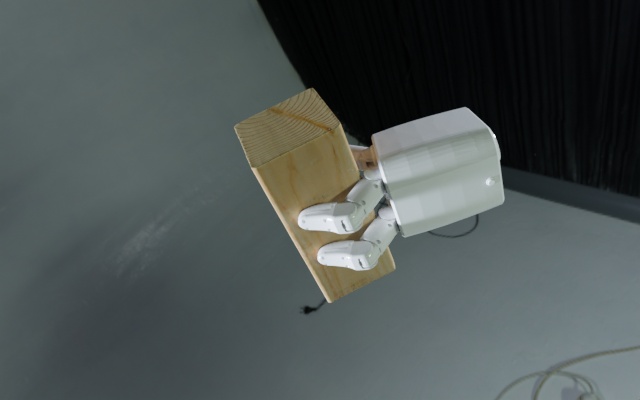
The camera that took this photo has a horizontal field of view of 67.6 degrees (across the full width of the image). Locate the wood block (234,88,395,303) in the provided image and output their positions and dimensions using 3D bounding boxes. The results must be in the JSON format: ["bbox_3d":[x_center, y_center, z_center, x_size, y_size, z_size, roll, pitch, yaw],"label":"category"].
[{"bbox_3d":[0.000,0.001,0.509,0.090,0.206,0.090,-27,39,-2],"label":"wood block"}]
